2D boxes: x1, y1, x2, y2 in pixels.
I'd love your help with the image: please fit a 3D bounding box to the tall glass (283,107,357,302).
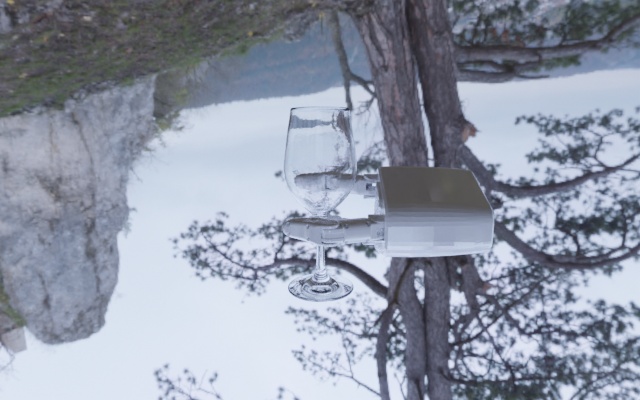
[{"bbox_3d":[0.000,0.002,0.515,0.079,0.201,0.079,-1,14,0],"label":"tall glass"}]
